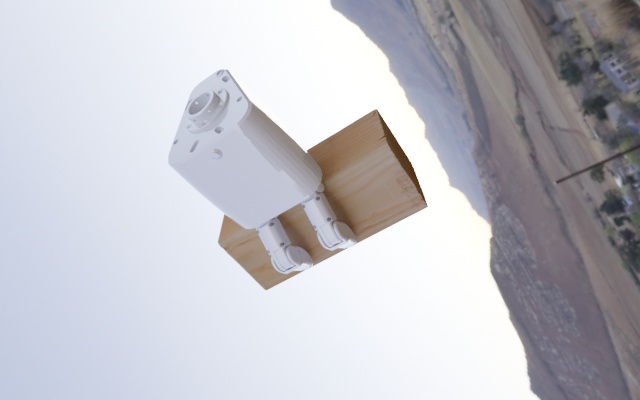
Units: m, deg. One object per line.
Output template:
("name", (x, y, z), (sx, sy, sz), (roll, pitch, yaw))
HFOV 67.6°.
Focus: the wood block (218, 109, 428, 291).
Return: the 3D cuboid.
("wood block", (0.000, 0.001, 0.528), (0.206, 0.090, 0.090), (-29, 31, 17))
